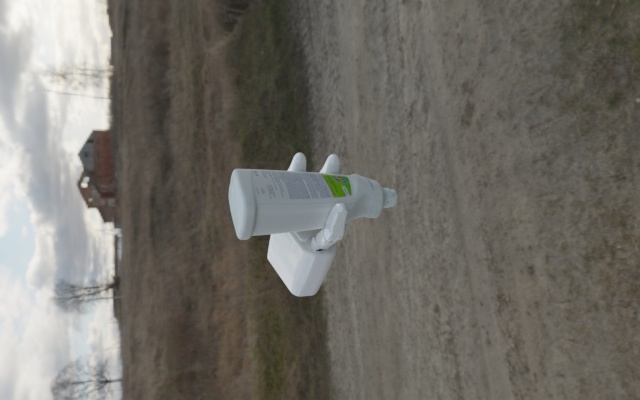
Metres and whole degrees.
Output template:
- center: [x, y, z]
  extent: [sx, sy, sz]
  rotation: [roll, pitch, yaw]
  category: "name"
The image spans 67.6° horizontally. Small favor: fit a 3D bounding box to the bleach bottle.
- center: [0.000, 0.002, 0.694]
  extent: [0.251, 0.068, 0.102]
  rotation: [0, 42, -23]
  category: "bleach bottle"
